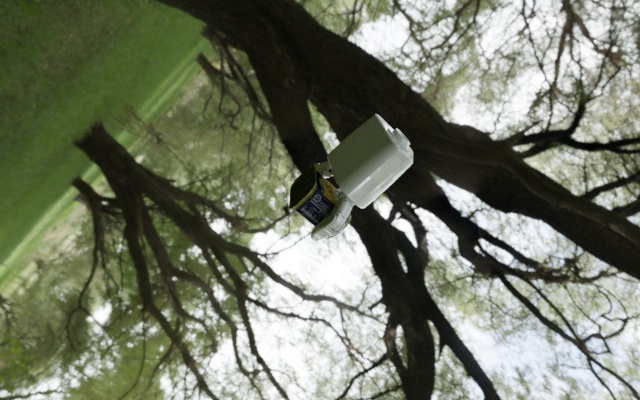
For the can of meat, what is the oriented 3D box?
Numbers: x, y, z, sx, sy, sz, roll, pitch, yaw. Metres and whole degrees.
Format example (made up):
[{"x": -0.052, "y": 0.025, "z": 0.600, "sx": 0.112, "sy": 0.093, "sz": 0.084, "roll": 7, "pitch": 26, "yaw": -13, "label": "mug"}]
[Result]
[{"x": 0.000, "y": 0.003, "z": 0.763, "sx": 0.084, "sy": 0.057, "sz": 0.102, "roll": 41, "pitch": 18, "yaw": -20, "label": "can of meat"}]
